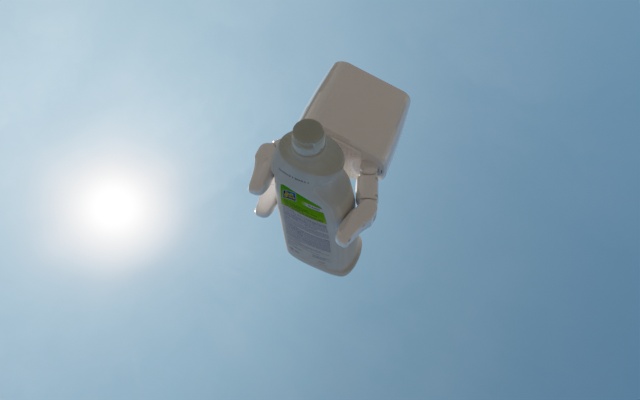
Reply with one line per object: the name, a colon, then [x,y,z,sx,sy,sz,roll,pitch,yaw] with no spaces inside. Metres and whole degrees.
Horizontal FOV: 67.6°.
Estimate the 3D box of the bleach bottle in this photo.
bleach bottle: [0.000,0.002,0.535,0.102,0.068,0.251,21,-27,13]
